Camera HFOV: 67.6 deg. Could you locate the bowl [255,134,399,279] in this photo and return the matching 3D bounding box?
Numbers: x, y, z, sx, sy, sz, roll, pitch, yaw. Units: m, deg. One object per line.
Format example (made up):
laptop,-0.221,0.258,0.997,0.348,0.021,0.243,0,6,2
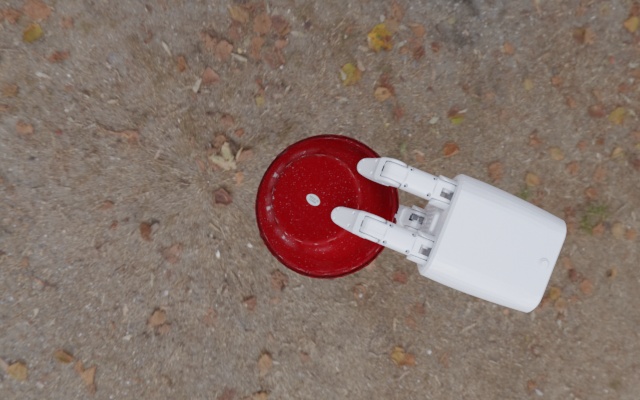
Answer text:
bowl,-0.001,0.001,0.503,0.162,0.162,0.055,0,-8,12
